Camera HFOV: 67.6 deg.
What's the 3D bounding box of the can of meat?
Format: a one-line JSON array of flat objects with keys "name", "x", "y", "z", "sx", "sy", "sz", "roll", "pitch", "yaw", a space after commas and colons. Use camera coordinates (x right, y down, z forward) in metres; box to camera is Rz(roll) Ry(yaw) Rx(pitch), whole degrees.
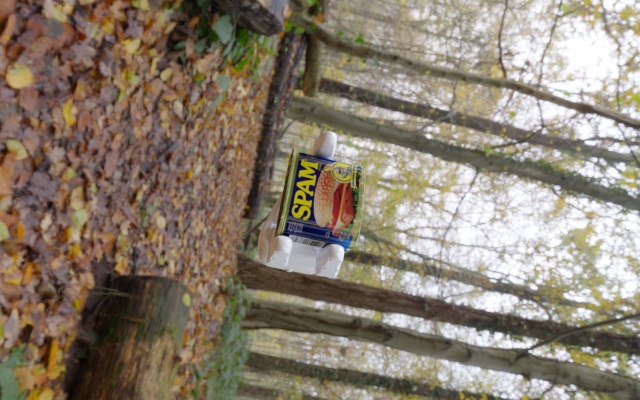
[{"name": "can of meat", "x": 0.000, "y": 0.002, "z": 0.524, "sx": 0.084, "sy": 0.102, "sz": 0.057, "roll": 12, "pitch": -25, "yaw": -8}]
